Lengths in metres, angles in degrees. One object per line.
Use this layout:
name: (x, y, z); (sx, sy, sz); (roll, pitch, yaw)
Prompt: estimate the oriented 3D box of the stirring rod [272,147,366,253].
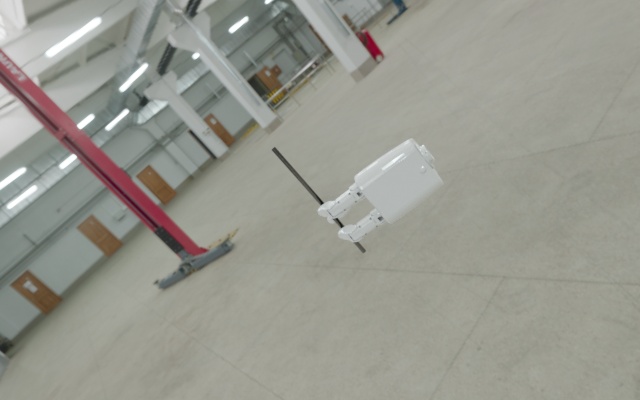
stirring rod: (0.000, 0.003, 0.807); (0.011, 0.239, 0.011); (-38, 15, 12)
